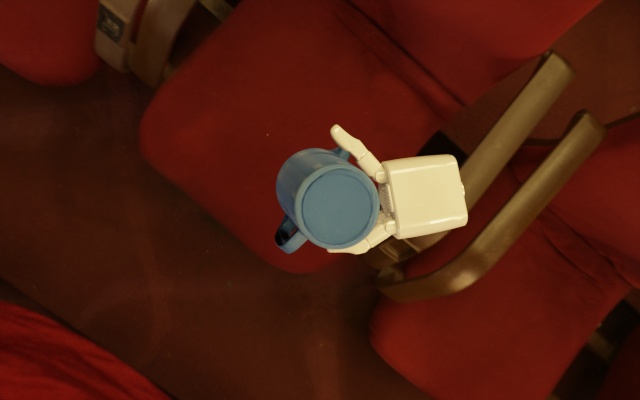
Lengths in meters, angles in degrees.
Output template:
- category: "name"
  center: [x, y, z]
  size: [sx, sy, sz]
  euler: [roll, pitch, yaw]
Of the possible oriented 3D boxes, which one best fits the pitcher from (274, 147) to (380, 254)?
- category: "pitcher"
  center: [0.000, 0.002, 0.695]
  size: [0.145, 0.149, 0.243]
  euler: [-7, 9, -6]
